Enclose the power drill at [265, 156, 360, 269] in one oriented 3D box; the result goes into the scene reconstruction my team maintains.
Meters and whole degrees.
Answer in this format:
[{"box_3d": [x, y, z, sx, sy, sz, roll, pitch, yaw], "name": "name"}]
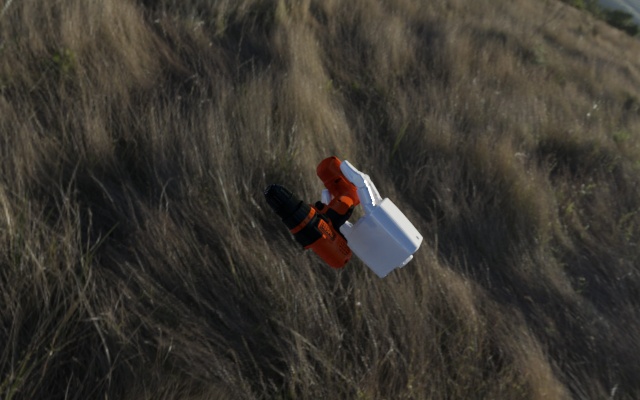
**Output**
[{"box_3d": [0.001, 0.003, 0.839, 0.057, 0.184, 0.187, -30, 20, 39], "name": "power drill"}]
